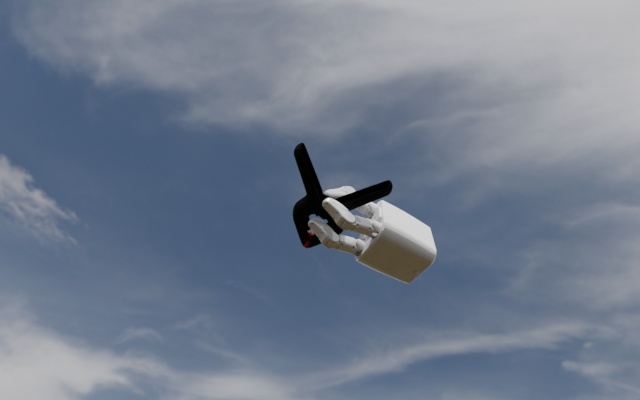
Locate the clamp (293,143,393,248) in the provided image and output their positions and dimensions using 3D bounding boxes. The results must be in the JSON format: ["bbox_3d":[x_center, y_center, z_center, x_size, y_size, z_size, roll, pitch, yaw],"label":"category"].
[{"bbox_3d":[0.000,0.003,0.803,0.164,0.036,0.210,29,-48,-7],"label":"clamp"}]
